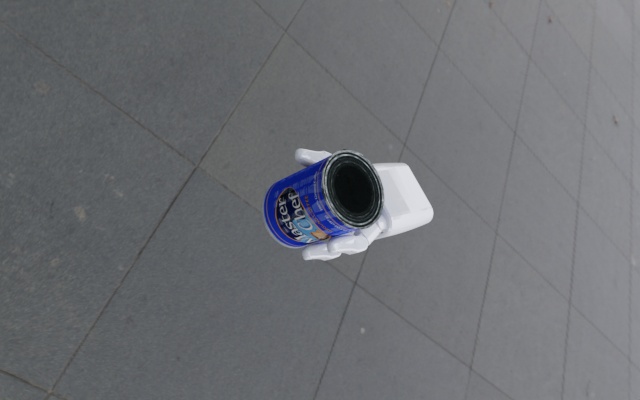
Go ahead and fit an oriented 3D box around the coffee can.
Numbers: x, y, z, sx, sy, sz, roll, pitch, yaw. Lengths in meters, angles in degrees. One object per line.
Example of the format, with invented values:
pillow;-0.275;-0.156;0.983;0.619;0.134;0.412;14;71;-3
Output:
coffee can;0.000;0.002;0.640;0.103;0.102;0.140;0;-14;-39
